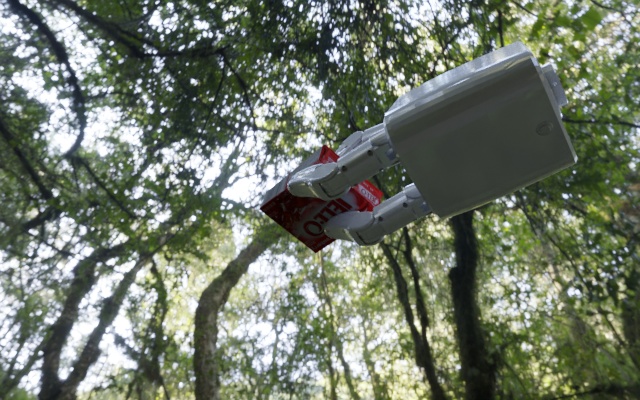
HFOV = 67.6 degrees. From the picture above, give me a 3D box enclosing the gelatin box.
[{"bbox_3d":[0.000,0.001,0.435,0.073,0.030,0.089,40,-52,-20],"label":"gelatin box"}]
